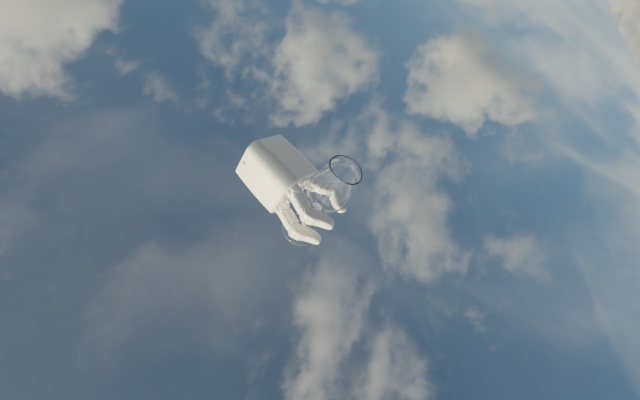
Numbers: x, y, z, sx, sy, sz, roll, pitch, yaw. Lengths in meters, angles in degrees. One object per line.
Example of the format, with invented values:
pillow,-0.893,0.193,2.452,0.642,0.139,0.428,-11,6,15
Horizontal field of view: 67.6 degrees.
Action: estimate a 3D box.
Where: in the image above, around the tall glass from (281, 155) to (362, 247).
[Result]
tall glass,0.000,0.003,0.861,0.079,0.079,0.201,0,-33,-31
